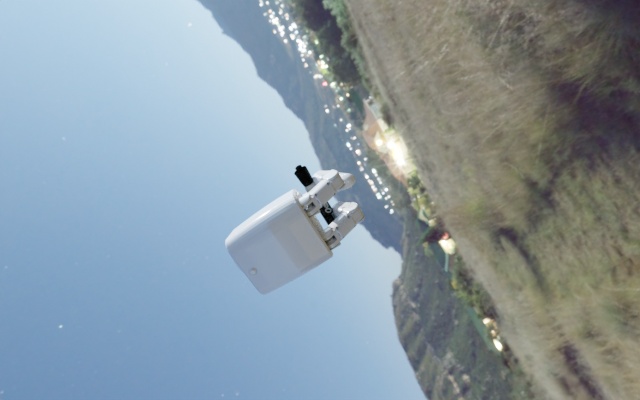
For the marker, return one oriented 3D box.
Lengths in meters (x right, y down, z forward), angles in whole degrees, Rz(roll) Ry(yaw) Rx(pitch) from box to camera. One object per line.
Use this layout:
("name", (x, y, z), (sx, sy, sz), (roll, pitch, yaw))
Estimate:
("marker", (0.000, 0.002, 0.654), (0.020, 0.121, 0.020), (-27, 24, 13))
